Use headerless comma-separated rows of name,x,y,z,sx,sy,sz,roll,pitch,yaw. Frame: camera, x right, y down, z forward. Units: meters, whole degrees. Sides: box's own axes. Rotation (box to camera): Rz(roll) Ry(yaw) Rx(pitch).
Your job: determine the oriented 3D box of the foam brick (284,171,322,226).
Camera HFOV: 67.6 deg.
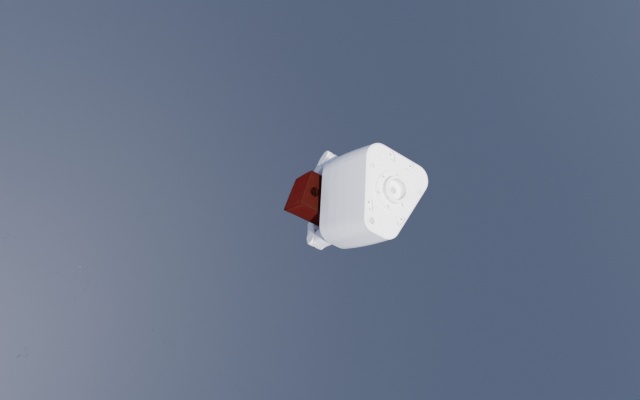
foam brick,0.000,0.002,0.662,0.078,0.053,0.051,26,-22,-21
